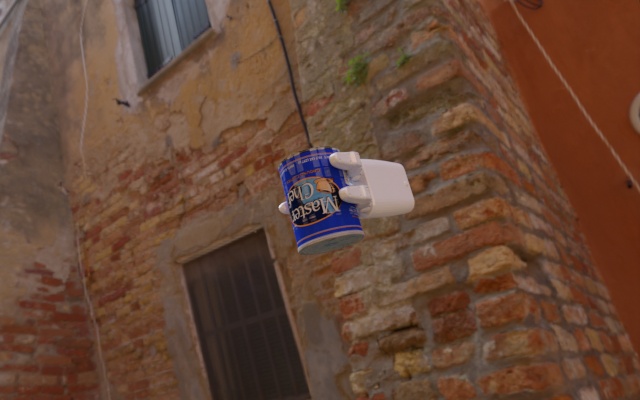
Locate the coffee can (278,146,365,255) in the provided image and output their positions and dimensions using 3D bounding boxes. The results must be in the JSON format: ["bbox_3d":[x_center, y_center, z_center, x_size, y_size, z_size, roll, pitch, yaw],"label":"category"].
[{"bbox_3d":[0.000,0.003,0.733,0.103,0.140,0.103,-14,-16,-4],"label":"coffee can"}]
